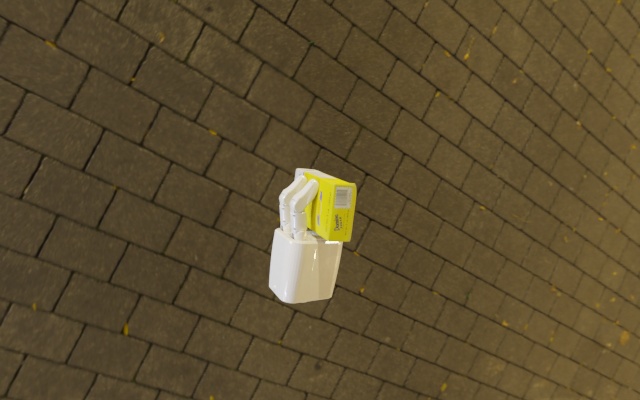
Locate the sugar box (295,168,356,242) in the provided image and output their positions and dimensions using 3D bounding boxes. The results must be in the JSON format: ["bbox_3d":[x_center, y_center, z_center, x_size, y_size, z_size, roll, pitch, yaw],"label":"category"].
[{"bbox_3d":[0.000,0.003,0.809,0.048,0.093,0.176,2,9,-25],"label":"sugar box"}]
